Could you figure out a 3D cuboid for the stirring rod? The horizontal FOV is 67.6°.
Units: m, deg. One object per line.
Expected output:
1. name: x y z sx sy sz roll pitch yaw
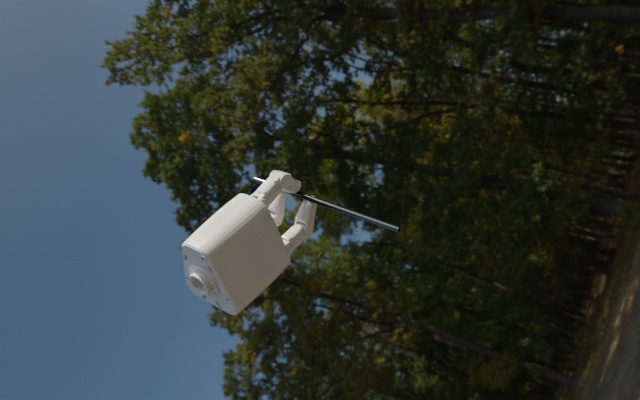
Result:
1. stirring rod: 0.000 0.002 0.658 0.239 0.011 0.011 19 10 30
